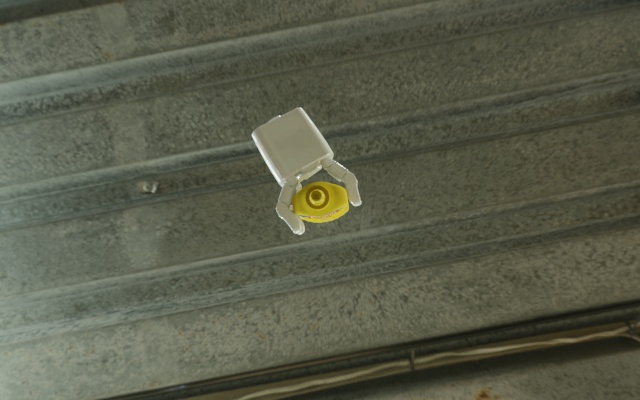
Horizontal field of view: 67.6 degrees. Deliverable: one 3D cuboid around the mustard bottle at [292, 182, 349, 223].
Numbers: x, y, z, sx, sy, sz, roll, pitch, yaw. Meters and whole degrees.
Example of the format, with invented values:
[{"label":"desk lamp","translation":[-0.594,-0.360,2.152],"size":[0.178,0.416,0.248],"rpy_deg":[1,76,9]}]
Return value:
[{"label":"mustard bottle","translation":[0.000,0.003,0.839],"size":[0.096,0.058,0.191],"rpy_deg":[-8,-7,3]}]
